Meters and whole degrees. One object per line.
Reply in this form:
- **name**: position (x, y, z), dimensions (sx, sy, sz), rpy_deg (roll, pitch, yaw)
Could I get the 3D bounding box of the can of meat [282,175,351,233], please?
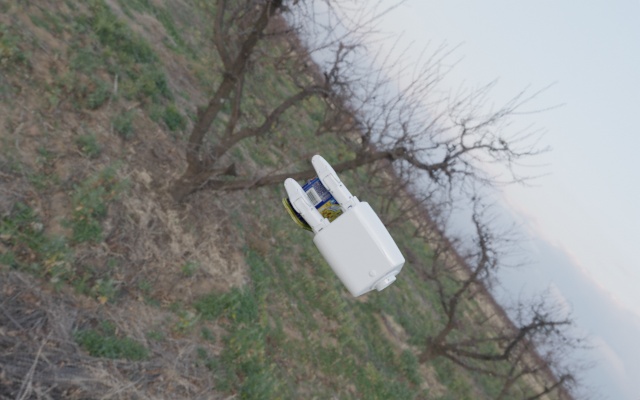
- **can of meat**: position (0.000, 0.002, 0.766), dimensions (0.084, 0.057, 0.102), rpy_deg (-37, -22, 9)
